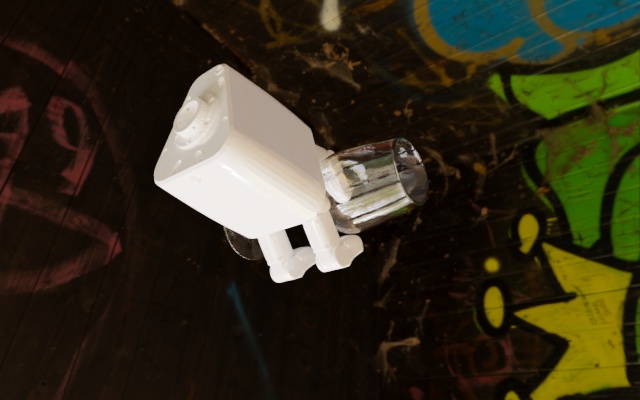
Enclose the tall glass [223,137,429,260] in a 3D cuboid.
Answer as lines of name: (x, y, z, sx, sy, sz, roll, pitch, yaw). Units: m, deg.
tall glass: (0.000, 0.002, 0.464, 0.201, 0.079, 0.079, -19, -11, 33)
